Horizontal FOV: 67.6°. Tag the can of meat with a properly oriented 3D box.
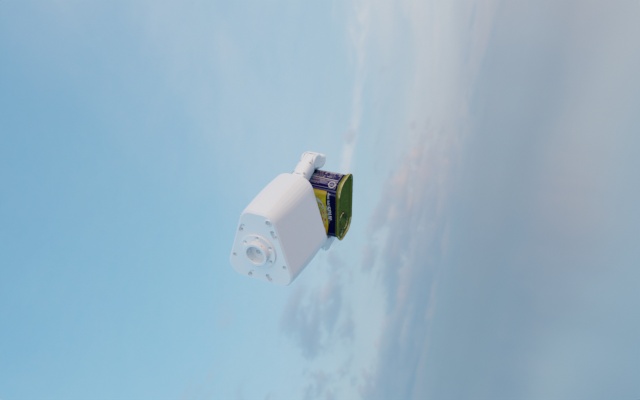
[{"bbox_3d":[0.000,0.002,0.721,0.084,0.102,0.057,12,36,19],"label":"can of meat"}]
